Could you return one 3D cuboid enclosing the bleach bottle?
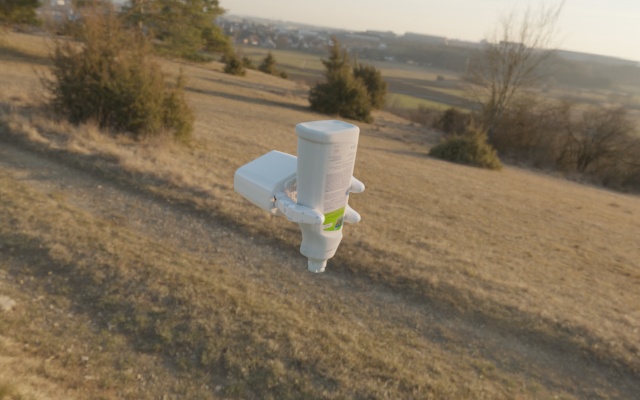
[{"bbox_3d":[0.000,0.002,0.765,0.068,0.251,0.102,25,28,39],"label":"bleach bottle"}]
